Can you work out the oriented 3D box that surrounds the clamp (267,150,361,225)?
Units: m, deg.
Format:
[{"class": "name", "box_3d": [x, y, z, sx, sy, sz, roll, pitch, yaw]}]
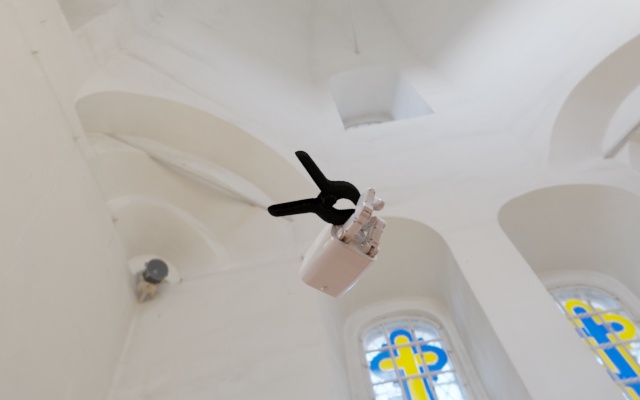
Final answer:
[{"class": "clamp", "box_3d": [0.000, 0.002, 0.793, 0.171, 0.120, 0.039, 30, 24, -22]}]
